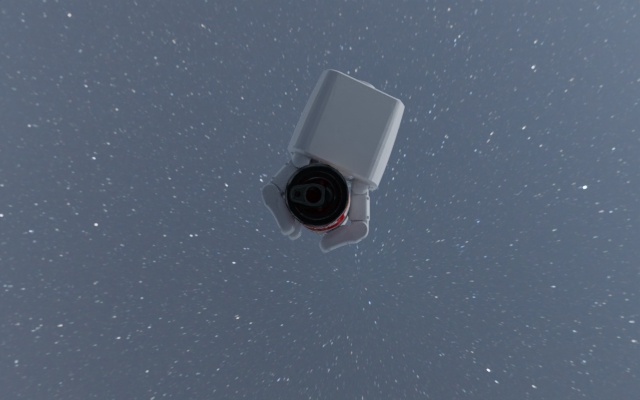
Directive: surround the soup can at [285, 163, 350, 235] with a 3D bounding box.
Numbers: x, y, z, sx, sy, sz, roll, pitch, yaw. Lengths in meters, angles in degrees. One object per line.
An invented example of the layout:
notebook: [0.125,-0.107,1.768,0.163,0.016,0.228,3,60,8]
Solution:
soup can: [0.000,0.002,0.547,0.068,0.068,0.102,0,-9,5]
